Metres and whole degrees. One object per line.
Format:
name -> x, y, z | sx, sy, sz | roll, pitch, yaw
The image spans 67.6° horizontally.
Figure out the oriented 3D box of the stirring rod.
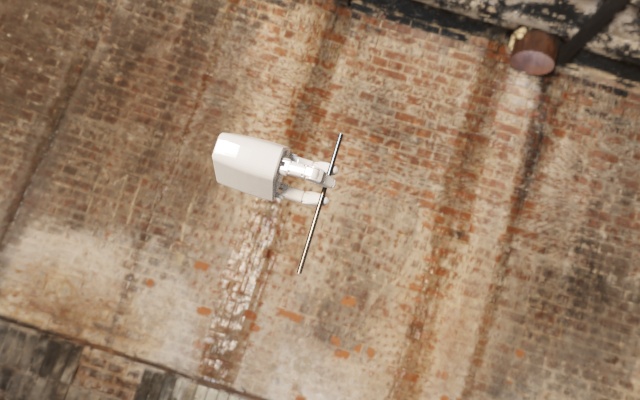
stirring rod -> 0.000, 0.003, 0.780 | 0.011, 0.239, 0.011 | 16, -9, 3
